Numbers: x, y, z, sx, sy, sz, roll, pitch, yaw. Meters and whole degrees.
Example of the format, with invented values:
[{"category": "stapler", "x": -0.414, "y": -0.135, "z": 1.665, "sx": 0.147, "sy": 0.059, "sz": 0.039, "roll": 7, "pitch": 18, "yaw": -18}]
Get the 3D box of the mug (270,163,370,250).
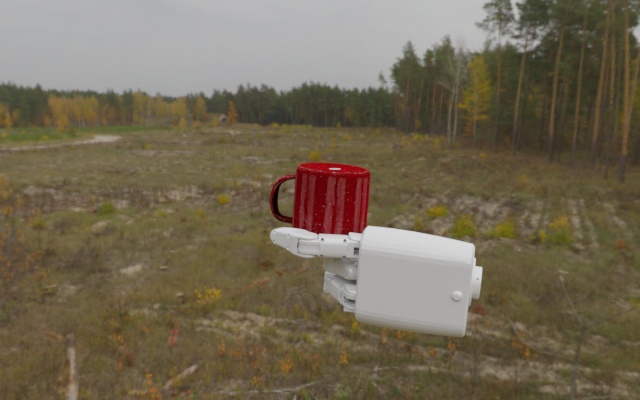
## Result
[{"category": "mug", "x": -0.001, "y": 0.001, "z": 0.530, "sx": 0.117, "sy": 0.081, "sz": 0.093, "roll": 7, "pitch": 11, "yaw": 16}]
